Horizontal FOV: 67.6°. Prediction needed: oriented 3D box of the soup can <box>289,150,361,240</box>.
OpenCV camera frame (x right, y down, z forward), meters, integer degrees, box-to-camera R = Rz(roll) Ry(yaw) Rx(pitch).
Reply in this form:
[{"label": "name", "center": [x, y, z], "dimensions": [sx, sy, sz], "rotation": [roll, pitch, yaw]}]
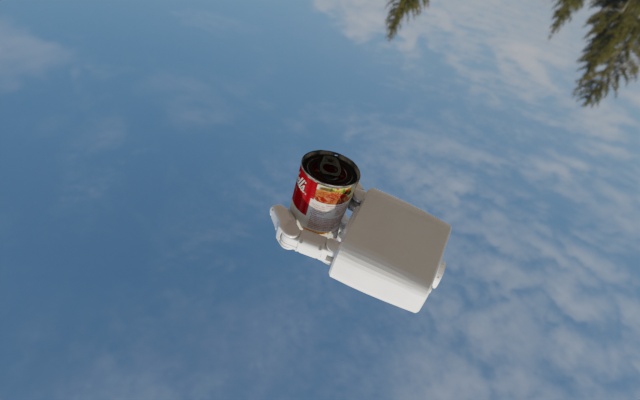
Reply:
[{"label": "soup can", "center": [0.000, 0.002, 0.557], "dimensions": [0.068, 0.102, 0.068], "rotation": [11, 38, -8]}]
